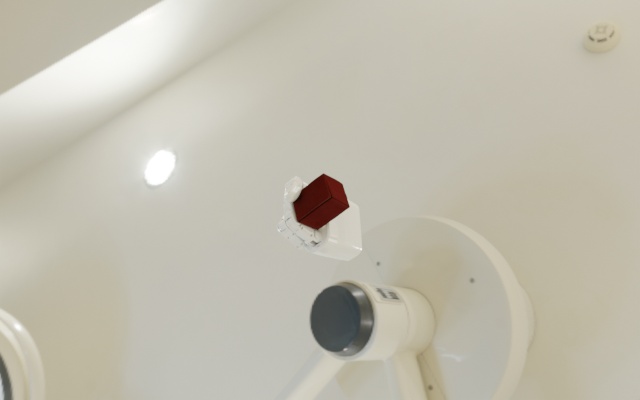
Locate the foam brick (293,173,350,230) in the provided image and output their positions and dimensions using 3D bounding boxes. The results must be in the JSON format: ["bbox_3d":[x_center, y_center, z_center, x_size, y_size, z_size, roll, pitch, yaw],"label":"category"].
[{"bbox_3d":[0.000,0.002,0.792,0.078,0.053,0.051,-36,-40,27],"label":"foam brick"}]
